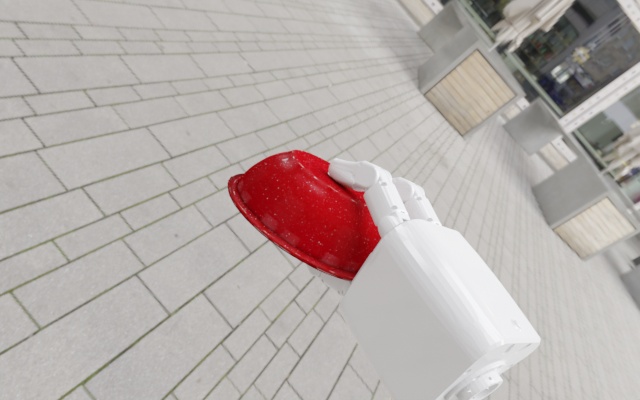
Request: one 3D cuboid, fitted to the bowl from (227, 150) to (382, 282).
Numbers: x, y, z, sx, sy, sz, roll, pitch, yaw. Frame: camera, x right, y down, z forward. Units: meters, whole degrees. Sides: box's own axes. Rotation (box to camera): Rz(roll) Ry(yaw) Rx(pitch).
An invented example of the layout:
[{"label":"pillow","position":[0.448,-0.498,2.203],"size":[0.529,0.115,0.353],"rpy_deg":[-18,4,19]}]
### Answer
[{"label":"bowl","position":[-0.001,0.000,0.433],"size":[0.162,0.055,0.162],"rpy_deg":[30,15,-9]}]
